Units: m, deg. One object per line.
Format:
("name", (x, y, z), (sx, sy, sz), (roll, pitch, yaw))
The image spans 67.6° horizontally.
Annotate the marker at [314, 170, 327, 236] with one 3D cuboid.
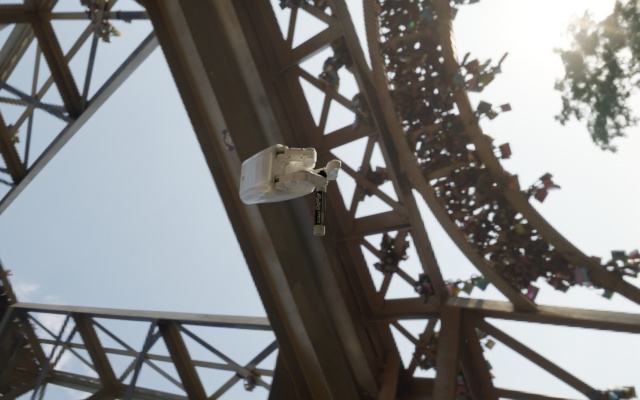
("marker", (0.000, 0.003, 0.858), (0.020, 0.121, 0.020), (2, -18, 1))
